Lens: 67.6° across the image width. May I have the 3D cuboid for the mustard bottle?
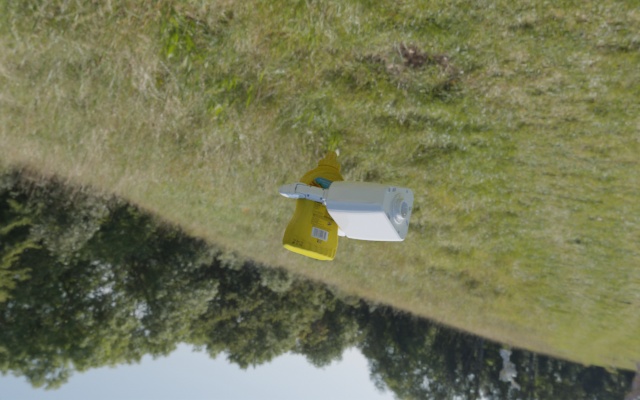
[{"bbox_3d":[0.000,0.003,0.847,0.096,0.191,0.058,21,-16,-27],"label":"mustard bottle"}]
